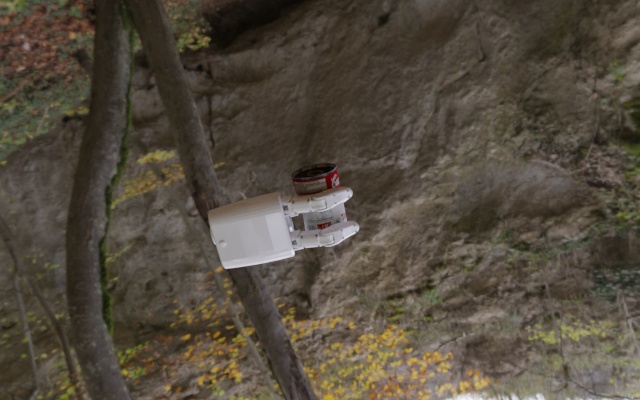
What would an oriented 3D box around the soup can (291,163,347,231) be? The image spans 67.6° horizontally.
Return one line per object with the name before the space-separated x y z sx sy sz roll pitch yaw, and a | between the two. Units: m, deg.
soup can | 0.001 0.002 0.719 0.068 0.102 0.068 -11 18 4
